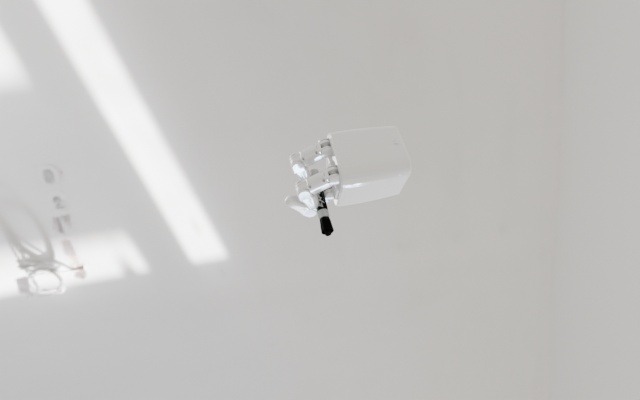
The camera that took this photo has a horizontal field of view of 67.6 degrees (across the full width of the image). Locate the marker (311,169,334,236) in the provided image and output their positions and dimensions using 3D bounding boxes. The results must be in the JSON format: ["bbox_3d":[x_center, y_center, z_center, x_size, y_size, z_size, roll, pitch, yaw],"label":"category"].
[{"bbox_3d":[0.000,0.002,0.736,0.020,0.121,0.020,-9,-36,-7],"label":"marker"}]
